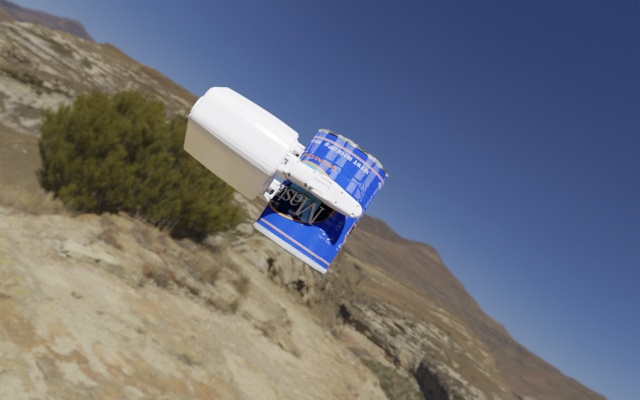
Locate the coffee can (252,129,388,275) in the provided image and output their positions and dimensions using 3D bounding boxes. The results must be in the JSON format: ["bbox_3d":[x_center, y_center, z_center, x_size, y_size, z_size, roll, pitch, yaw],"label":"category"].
[{"bbox_3d":[0.000,0.002,0.569,0.103,0.140,0.103,34,-6,4],"label":"coffee can"}]
